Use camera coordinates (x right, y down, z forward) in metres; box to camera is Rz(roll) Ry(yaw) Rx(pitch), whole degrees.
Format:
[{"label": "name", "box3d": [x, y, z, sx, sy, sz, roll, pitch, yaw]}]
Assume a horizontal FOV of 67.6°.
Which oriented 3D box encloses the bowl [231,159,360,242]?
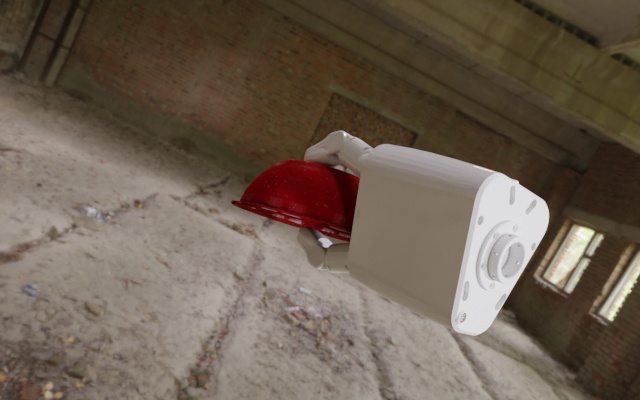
[{"label": "bowl", "box3d": [-0.001, 0.001, 0.458, 0.162, 0.055, 0.162, 16, -6, 2]}]
